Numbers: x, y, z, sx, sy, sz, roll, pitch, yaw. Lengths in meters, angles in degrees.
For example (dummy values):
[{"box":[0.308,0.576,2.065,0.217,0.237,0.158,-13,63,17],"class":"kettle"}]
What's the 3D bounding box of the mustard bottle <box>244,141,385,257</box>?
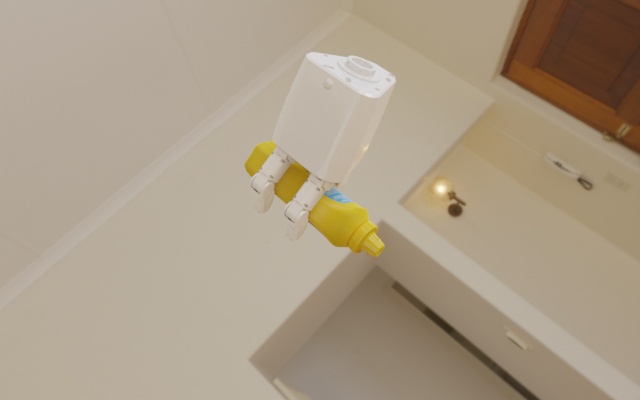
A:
[{"box":[0.000,0.002,0.584,0.191,0.058,0.096,39,10,21],"class":"mustard bottle"}]
